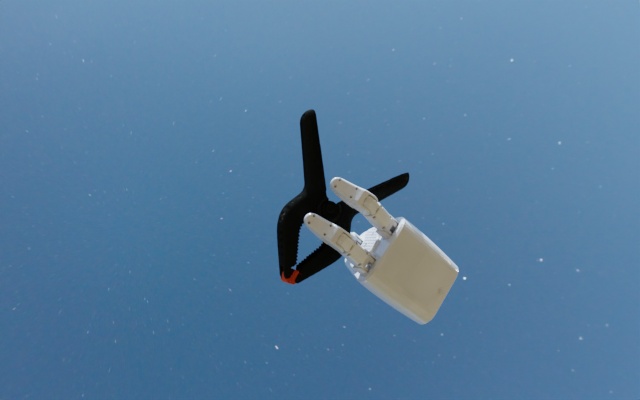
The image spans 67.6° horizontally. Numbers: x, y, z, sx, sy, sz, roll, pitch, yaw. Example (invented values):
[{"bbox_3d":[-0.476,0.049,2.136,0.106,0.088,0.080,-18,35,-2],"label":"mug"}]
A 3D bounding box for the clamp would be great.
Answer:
[{"bbox_3d":[0.000,0.003,0.592,0.164,0.210,0.036,38,-15,-11],"label":"clamp"}]
